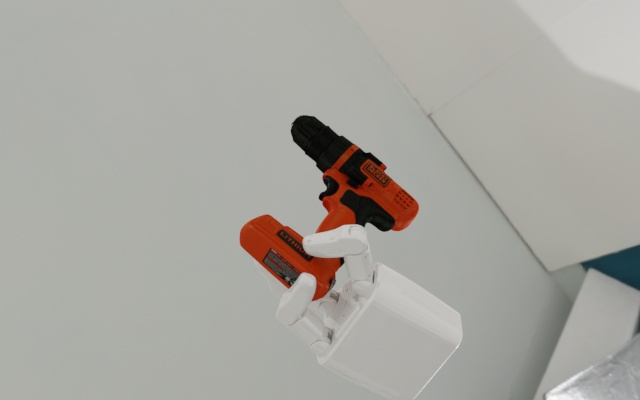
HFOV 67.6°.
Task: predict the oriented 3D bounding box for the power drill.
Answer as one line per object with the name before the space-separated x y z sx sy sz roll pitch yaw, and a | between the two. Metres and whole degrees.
power drill | 0.000 0.002 0.524 0.187 0.184 0.057 -45 -8 -36
